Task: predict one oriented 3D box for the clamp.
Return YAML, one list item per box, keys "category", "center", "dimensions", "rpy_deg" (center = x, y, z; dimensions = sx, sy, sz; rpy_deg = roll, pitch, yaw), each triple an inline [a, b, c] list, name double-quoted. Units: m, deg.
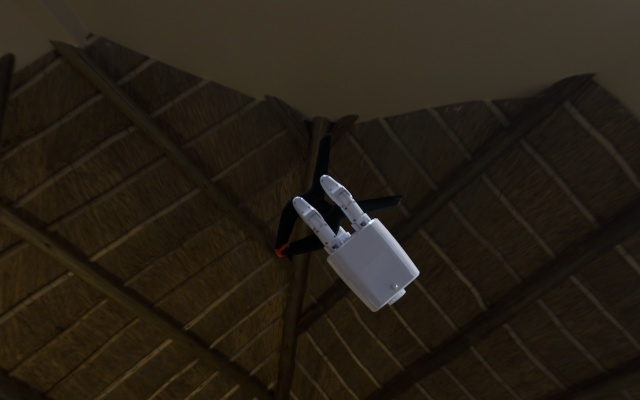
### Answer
- category: "clamp"
  center: [0.000, 0.003, 0.755]
  dimensions: [0.210, 0.164, 0.036]
  rpy_deg: [-39, -12, -10]
